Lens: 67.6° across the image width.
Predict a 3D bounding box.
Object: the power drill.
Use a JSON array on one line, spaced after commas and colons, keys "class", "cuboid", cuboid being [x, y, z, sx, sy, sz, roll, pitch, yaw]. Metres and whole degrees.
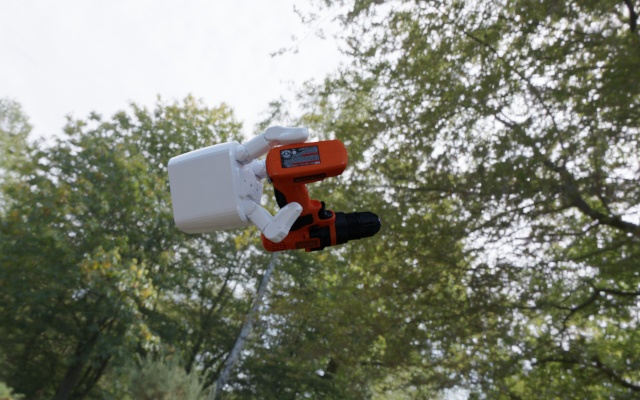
[{"class": "power drill", "cuboid": [0.000, 0.002, 0.677, 0.184, 0.057, 0.188, -9, -42, -5]}]
